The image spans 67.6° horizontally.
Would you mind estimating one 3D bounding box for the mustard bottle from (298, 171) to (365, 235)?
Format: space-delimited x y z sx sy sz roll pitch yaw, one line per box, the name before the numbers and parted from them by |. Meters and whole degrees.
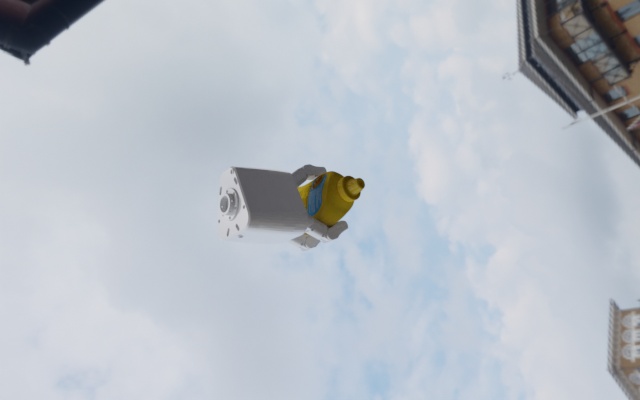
mustard bottle | 0.000 0.003 0.793 0.058 0.096 0.192 32 -37 -28
